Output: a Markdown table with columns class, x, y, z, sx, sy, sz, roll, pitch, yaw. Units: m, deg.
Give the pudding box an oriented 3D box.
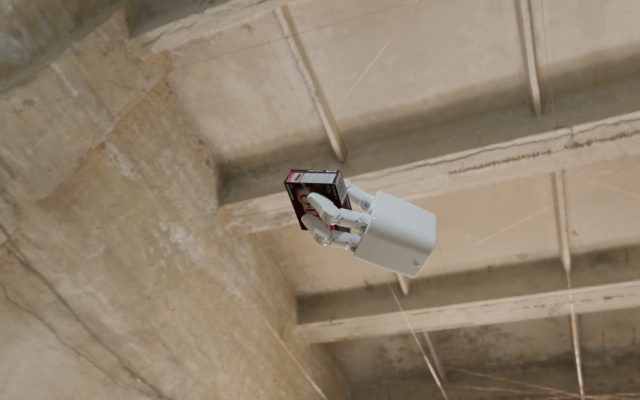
| class | x | y | z | sx | sy | sz | roll | pitch | yaw |
| --- | --- | --- | --- | --- | --- | --- | --- | --- | --- |
| pudding box | 0.000 | 0.002 | 0.777 | 0.090 | 0.114 | 0.039 | 2 | 41 | 23 |
